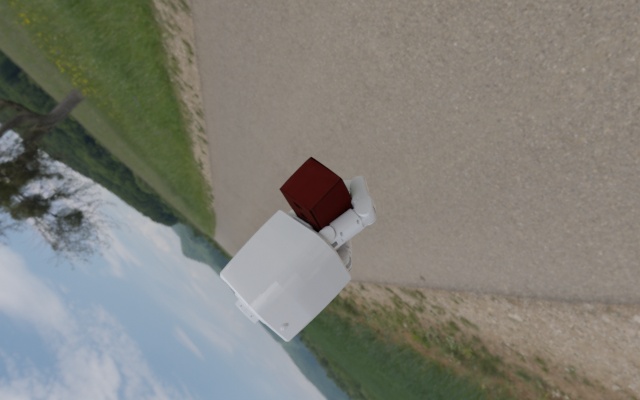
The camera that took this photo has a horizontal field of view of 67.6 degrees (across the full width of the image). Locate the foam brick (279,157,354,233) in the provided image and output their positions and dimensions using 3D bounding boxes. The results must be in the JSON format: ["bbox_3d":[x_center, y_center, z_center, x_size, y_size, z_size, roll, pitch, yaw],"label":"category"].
[{"bbox_3d":[0.000,0.001,0.533,0.053,0.051,0.078,37,-14,36],"label":"foam brick"}]
